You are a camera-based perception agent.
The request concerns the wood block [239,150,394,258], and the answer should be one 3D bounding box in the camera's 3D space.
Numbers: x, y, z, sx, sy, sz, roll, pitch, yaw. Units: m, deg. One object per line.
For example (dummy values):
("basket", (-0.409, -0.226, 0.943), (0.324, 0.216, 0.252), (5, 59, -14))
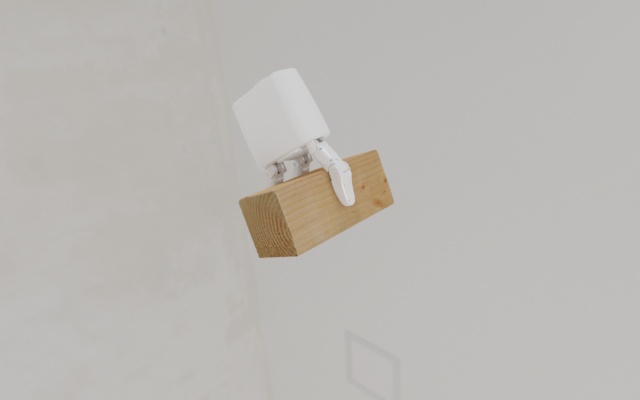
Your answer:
("wood block", (0.000, 0.002, 0.690), (0.206, 0.090, 0.091), (-25, 9, -40))
